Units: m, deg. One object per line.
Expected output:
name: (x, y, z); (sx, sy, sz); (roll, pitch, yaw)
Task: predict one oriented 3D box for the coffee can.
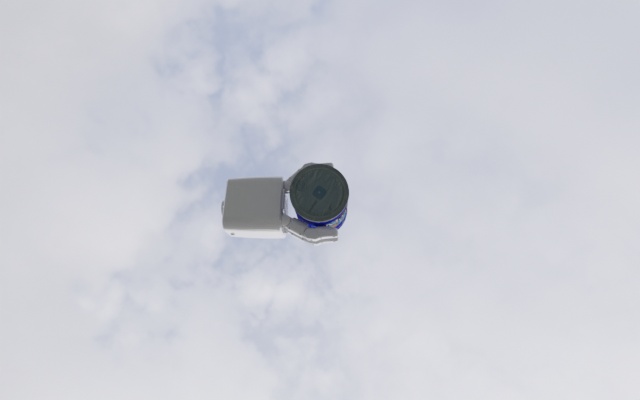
coffee can: (0.000, 0.003, 0.882); (0.103, 0.102, 0.140); (0, -14, 2)
